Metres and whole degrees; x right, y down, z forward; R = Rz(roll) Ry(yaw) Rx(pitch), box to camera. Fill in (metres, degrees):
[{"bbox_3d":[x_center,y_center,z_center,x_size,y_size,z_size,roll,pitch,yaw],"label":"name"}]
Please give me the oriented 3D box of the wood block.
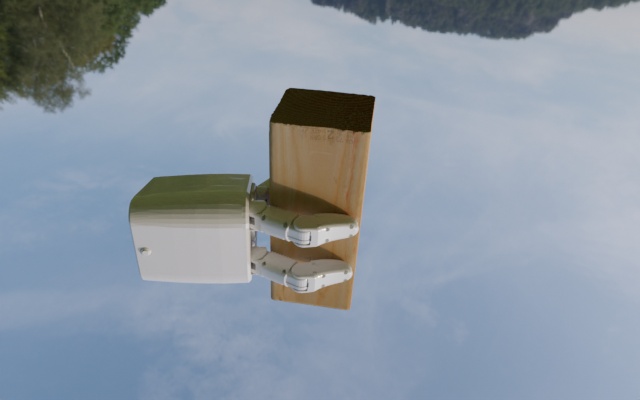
[{"bbox_3d":[0.000,0.002,0.489,0.090,0.206,0.090,7,33,4],"label":"wood block"}]
